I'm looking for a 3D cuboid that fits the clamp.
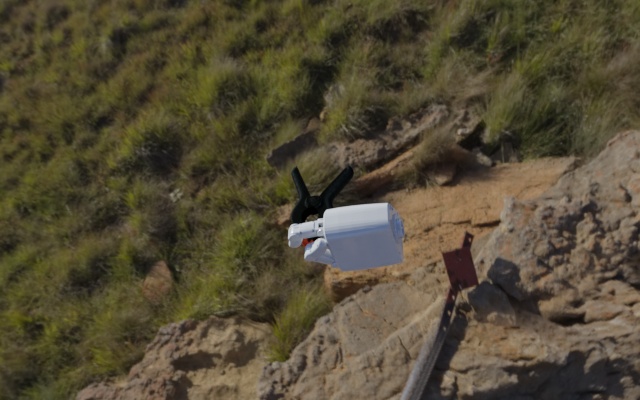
[{"bbox_3d":[0.000,0.003,0.861,0.120,0.171,0.039,-10,-32,19],"label":"clamp"}]
